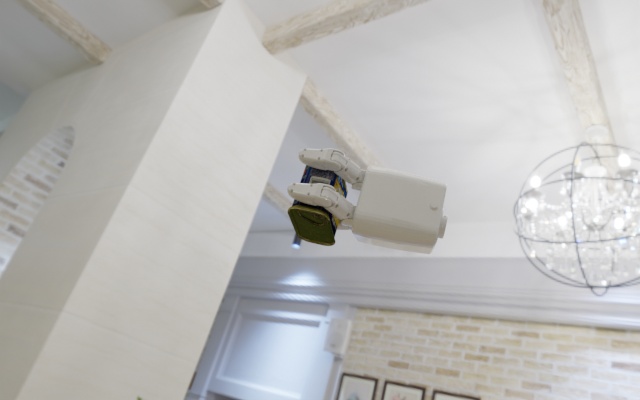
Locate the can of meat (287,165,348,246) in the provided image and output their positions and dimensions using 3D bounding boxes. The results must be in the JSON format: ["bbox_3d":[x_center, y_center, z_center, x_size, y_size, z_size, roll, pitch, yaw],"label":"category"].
[{"bbox_3d":[0.000,0.002,0.657,0.057,0.084,0.102,11,-27,15],"label":"can of meat"}]
